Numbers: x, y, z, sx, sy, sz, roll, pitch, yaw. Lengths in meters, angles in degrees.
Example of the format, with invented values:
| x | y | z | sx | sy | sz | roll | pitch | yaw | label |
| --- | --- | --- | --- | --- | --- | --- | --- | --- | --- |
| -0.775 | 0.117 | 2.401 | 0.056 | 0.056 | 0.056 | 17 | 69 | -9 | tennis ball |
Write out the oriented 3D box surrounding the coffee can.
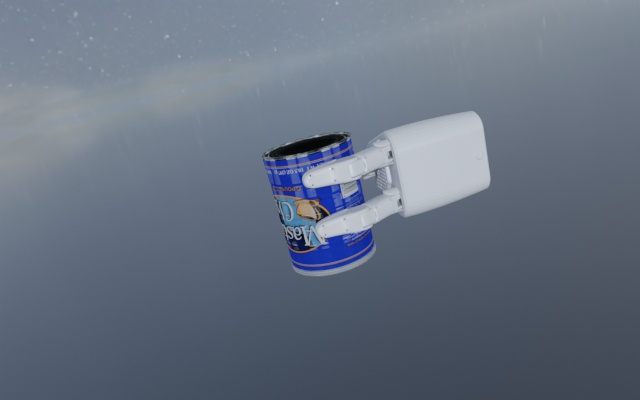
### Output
| x | y | z | sx | sy | sz | roll | pitch | yaw | label |
| --- | --- | --- | --- | --- | --- | --- | --- | --- | --- |
| 0.000 | 0.002 | 0.553 | 0.103 | 0.140 | 0.102 | -13 | 16 | 4 | coffee can |
